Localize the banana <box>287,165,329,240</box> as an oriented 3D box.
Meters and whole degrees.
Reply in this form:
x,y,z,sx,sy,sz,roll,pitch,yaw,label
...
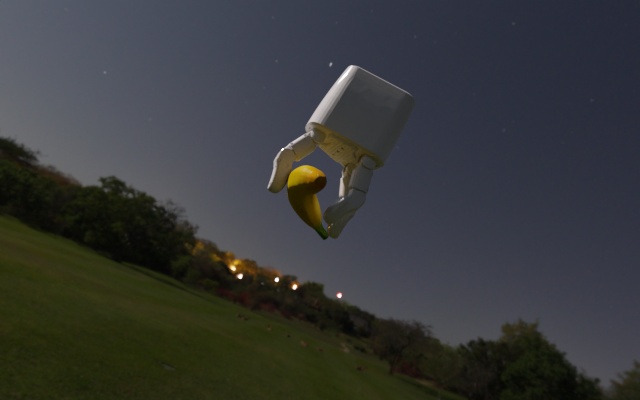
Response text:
x,y,z,sx,sy,sz,roll,pitch,yaw,label
-0.015,-0.007,0.621,0.069,0.037,0.198,34,-15,15,banana
